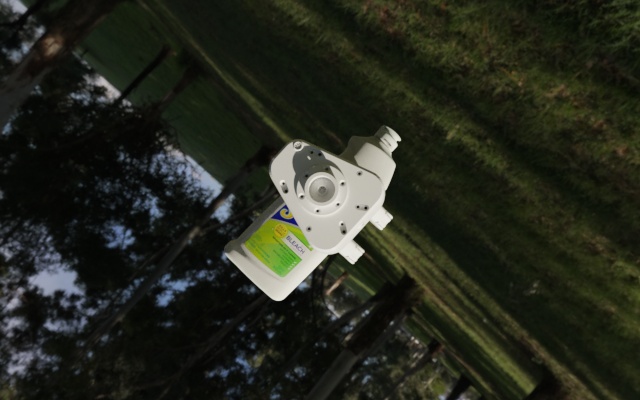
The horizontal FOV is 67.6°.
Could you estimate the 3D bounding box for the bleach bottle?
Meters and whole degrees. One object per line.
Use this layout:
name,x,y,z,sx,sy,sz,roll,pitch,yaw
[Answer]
bleach bottle,0.000,0.002,0.601,0.102,0.251,0.068,42,0,7
